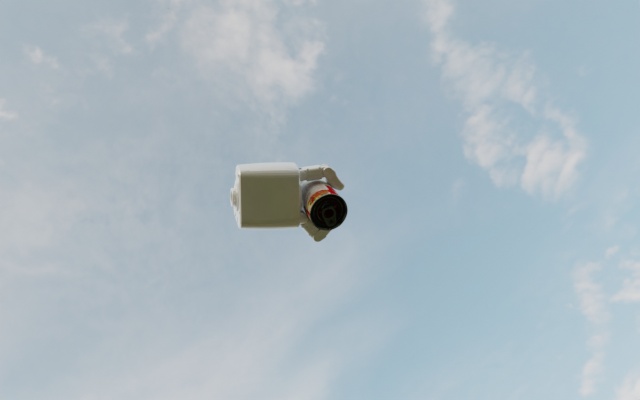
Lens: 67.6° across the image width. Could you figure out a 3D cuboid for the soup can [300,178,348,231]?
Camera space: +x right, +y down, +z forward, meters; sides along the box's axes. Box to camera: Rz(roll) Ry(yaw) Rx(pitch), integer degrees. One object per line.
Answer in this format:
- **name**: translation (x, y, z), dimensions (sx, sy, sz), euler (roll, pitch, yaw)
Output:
- **soup can**: translation (0.001, 0.003, 0.859), dimensions (0.068, 0.068, 0.102), euler (0, 21, -18)
